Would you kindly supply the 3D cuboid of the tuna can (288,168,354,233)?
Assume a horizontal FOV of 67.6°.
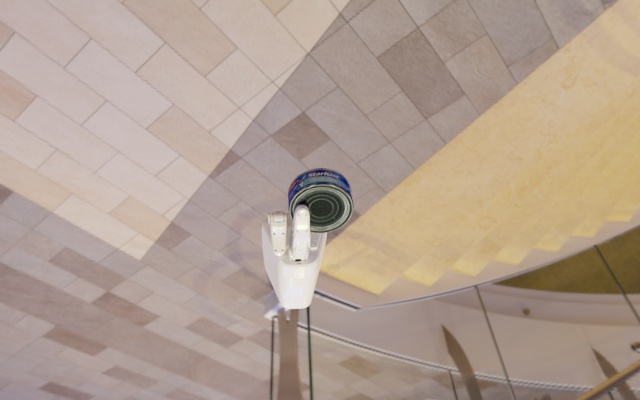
[{"bbox_3d":[0.000,0.002,0.625,0.086,0.086,0.033,0,39,-4],"label":"tuna can"}]
